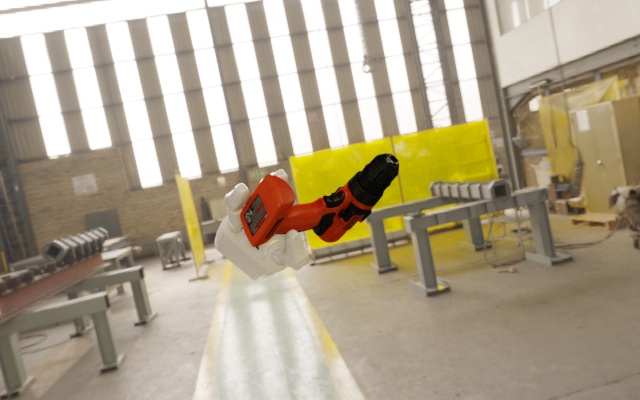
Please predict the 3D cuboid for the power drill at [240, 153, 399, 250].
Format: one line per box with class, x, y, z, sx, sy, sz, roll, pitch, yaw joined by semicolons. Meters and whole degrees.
power drill;0.000;0.002;0.648;0.187;0.057;0.184;-2;-37;-39
